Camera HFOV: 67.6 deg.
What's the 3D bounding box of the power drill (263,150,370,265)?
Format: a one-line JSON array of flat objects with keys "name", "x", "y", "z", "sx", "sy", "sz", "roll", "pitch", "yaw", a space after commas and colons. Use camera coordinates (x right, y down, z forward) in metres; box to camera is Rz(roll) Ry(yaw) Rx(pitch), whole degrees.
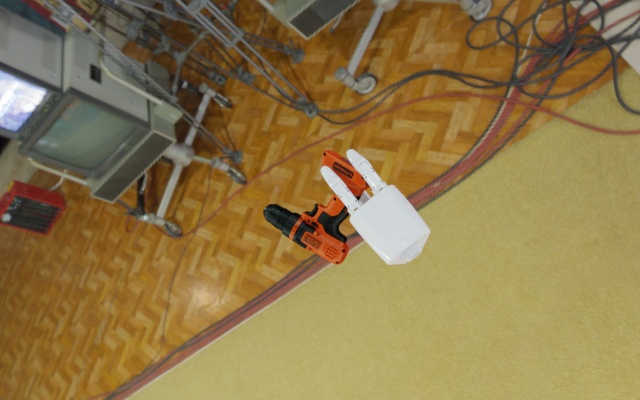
[{"name": "power drill", "x": 0.001, "y": 0.003, "z": 0.898, "sx": 0.184, "sy": 0.188, "sz": 0.057, "roll": 30, "pitch": 15, "yaw": 11}]
